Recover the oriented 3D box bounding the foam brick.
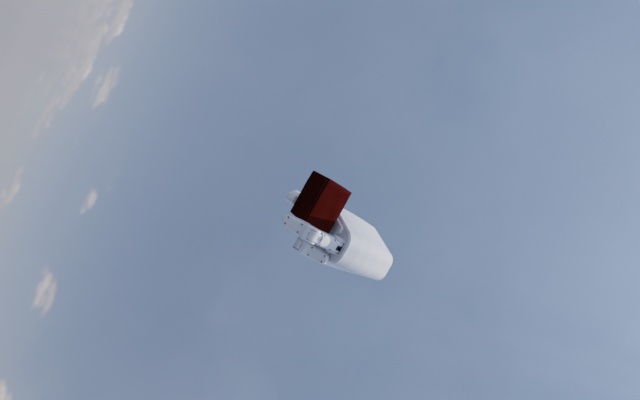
[{"bbox_3d":[0.000,0.002,0.736,0.051,0.078,0.053,27,5,-32],"label":"foam brick"}]
